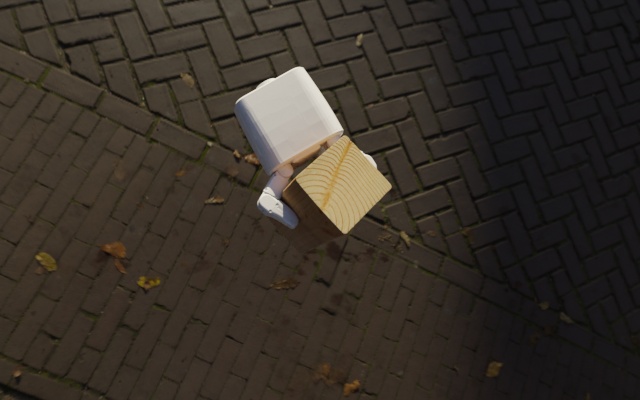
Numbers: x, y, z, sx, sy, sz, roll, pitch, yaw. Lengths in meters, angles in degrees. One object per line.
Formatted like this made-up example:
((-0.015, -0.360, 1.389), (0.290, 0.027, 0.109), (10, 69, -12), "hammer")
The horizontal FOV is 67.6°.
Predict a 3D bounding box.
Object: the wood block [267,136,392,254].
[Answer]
((0.000, 0.002, 0.661), (0.091, 0.090, 0.206), (-43, 2, -20), "wood block")
